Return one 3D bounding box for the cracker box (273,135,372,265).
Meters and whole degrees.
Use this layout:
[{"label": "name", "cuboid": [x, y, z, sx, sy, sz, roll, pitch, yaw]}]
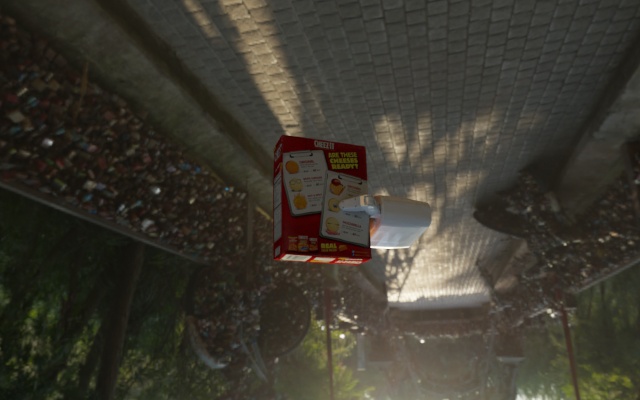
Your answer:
[{"label": "cracker box", "cuboid": [0.000, 0.003, 0.850, 0.164, 0.213, 0.072, 6, -20, -21]}]
